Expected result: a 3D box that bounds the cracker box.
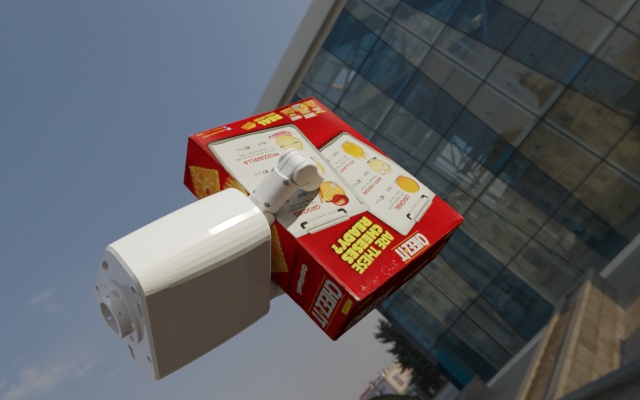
[{"bbox_3d":[0.000,0.001,0.456,0.213,0.072,0.164,43,46,22],"label":"cracker box"}]
